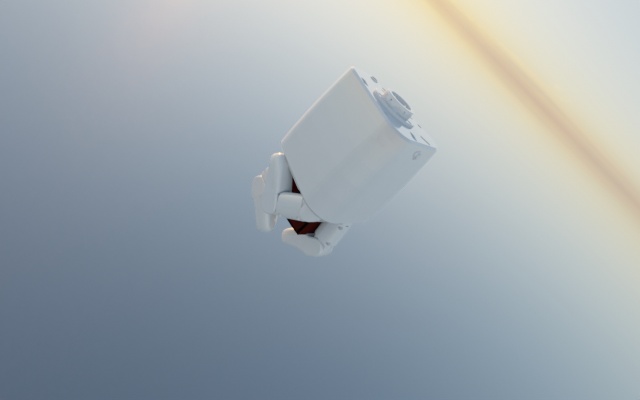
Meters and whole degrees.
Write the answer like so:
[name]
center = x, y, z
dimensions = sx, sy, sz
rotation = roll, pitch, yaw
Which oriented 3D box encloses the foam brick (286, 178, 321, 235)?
[foam brick]
center = 0.000, 0.002, 0.521
dimensions = 0.051, 0.053, 0.078
rotation = -46, -25, 24
